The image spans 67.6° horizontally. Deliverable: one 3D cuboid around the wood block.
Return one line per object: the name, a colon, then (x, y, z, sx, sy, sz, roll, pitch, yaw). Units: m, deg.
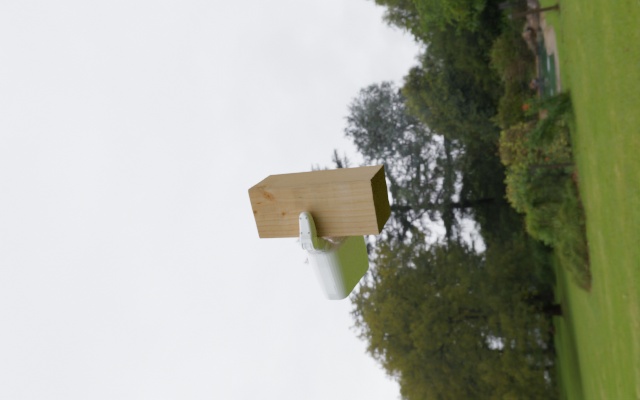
wood block: (0.000, 0.003, 0.778, 0.206, 0.090, 0.090, -4, 18, 22)
